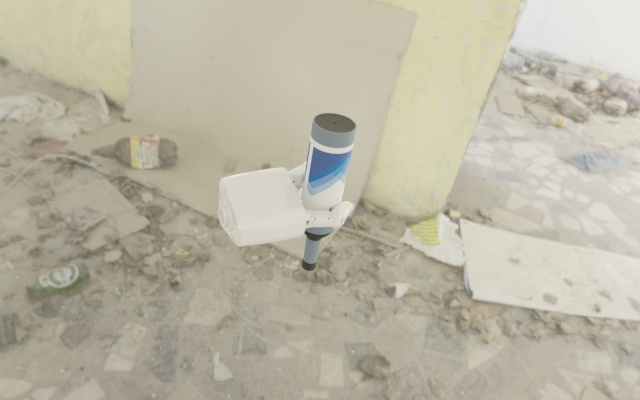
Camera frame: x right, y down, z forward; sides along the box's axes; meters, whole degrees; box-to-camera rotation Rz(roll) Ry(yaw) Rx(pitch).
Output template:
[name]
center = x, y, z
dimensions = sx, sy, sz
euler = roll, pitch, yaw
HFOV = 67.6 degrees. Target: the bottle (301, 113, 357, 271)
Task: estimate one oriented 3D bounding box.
[bottle]
center = 0.000, 0.002, 0.793
dimensions = 0.069, 0.296, 0.069
euler = 7, 36, -5
